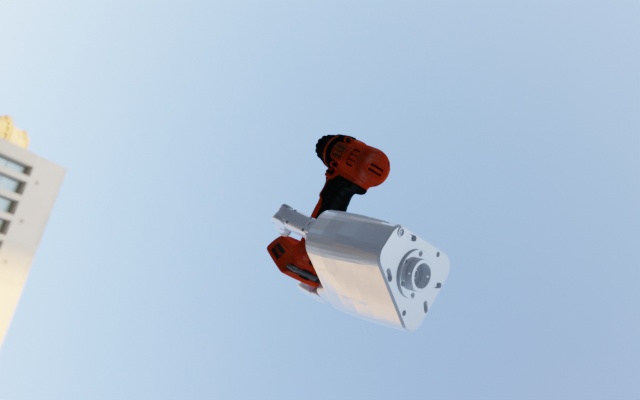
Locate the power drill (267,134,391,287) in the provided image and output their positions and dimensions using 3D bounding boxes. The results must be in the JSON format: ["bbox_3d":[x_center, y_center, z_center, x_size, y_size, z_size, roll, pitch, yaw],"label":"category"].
[{"bbox_3d":[0.000,0.003,0.614,0.057,0.187,0.184,26,5,-20],"label":"power drill"}]
